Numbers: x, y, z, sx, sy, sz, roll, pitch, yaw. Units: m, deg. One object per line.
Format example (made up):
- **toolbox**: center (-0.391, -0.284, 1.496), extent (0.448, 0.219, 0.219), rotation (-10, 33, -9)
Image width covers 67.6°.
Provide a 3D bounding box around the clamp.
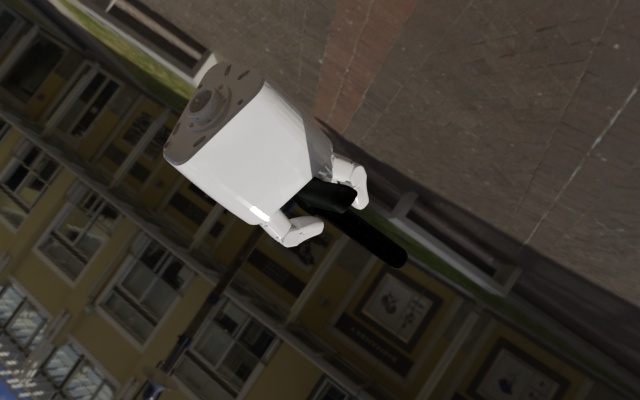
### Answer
- **clamp**: center (-0.001, 0.002, 0.535), extent (0.210, 0.036, 0.165), rotation (29, -11, 44)
